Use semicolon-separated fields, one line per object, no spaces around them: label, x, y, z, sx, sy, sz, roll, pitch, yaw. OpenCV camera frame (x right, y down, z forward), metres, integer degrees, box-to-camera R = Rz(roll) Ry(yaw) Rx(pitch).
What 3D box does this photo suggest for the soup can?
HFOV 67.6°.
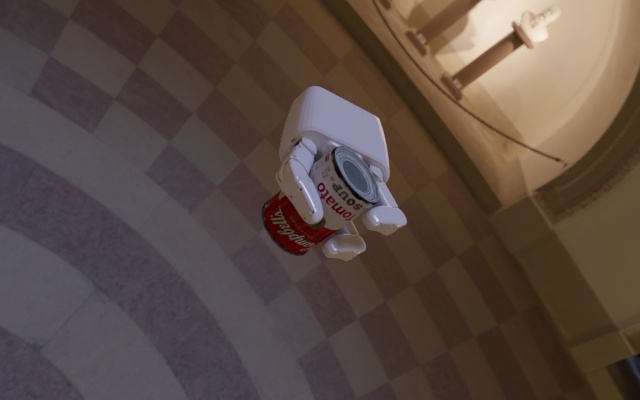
soup can;0.000;0.002;0.474;0.102;0.068;0.068;-37;-19;28
